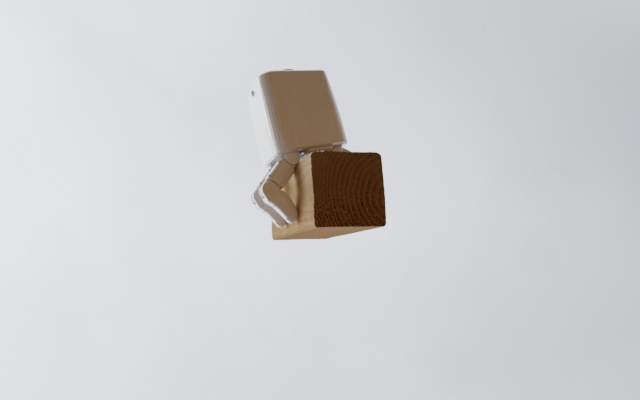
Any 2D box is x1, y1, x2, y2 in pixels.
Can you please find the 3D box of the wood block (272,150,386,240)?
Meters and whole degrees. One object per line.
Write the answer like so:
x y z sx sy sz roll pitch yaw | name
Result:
0.000 0.002 0.642 0.091 0.090 0.206 -1 -8 -19 | wood block
